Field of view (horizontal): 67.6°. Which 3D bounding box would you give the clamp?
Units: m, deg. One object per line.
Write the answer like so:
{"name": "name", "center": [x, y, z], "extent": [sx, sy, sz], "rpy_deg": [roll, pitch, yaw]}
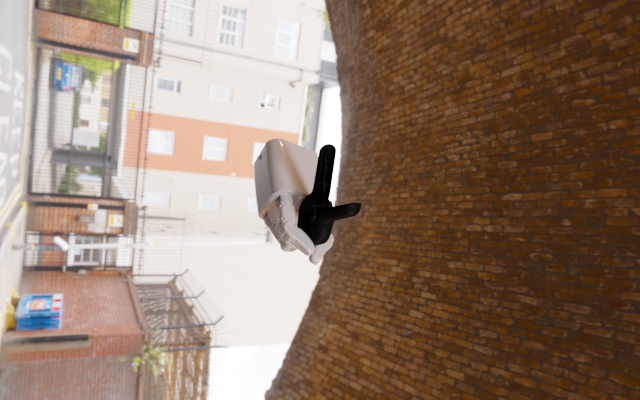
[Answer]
{"name": "clamp", "center": [0.001, 0.003, 0.707], "extent": [0.039, 0.120, 0.171], "rpy_deg": [5, -32, -27]}
